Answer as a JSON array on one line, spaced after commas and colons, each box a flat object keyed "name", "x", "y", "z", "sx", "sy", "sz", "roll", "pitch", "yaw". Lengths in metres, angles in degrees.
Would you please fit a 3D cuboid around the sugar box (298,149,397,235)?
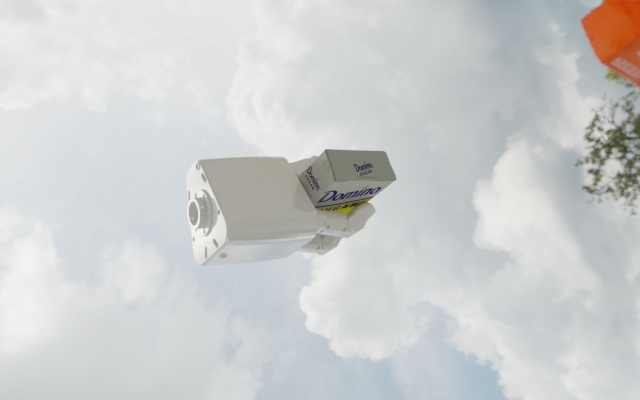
[{"name": "sugar box", "x": 0.000, "y": 0.002, "z": 0.580, "sx": 0.093, "sy": 0.048, "sz": 0.176, "roll": -3, "pitch": -23, "yaw": -37}]
